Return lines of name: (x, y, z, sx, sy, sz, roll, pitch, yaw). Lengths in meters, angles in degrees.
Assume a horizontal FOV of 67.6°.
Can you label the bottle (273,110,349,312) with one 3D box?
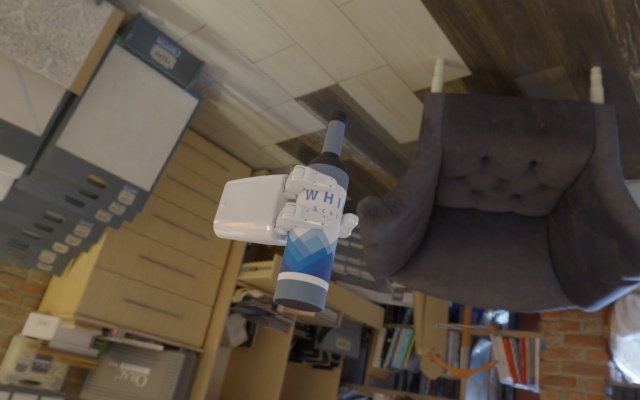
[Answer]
bottle: (0.000, 0.002, 0.668, 0.069, 0.295, 0.069, 10, -24, 5)
